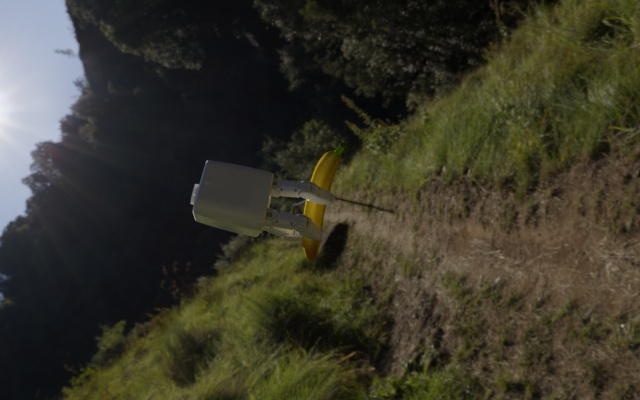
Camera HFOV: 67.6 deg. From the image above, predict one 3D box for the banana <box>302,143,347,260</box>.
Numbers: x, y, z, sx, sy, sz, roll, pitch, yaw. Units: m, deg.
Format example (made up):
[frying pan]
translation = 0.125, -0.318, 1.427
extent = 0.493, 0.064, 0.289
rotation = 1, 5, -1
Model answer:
[banana]
translation = -0.003, 0.000, 0.796
extent = 0.037, 0.198, 0.069
rotation = 15, -6, -11
